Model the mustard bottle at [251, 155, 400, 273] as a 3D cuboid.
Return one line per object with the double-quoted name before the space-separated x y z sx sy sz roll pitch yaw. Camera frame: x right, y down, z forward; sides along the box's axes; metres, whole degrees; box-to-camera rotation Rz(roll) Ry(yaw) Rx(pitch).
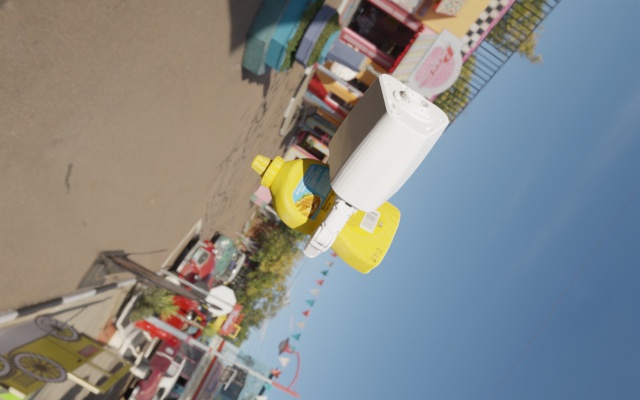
"mustard bottle" 0.000 0.002 0.587 0.191 0.096 0.058 32 -34 -4
